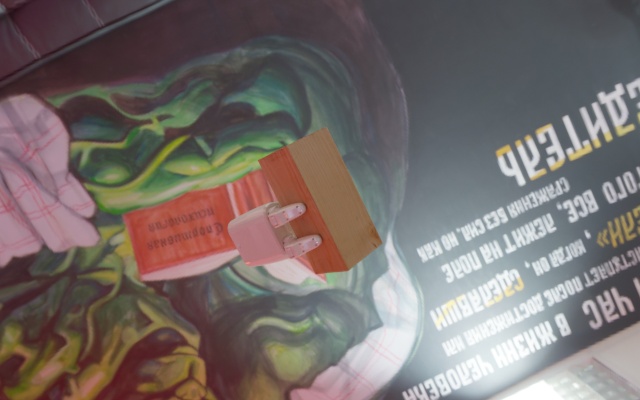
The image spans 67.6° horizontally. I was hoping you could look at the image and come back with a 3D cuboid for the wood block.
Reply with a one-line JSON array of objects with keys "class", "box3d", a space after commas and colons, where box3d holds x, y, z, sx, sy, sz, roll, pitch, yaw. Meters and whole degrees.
[{"class": "wood block", "box3d": [0.000, 0.003, 0.756, 0.090, 0.206, 0.090, -32, 9, -38]}]
